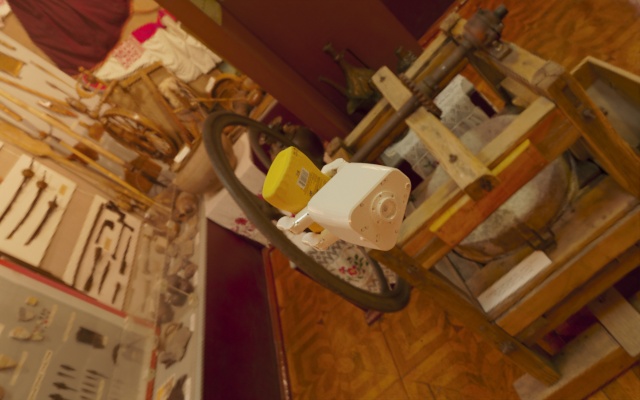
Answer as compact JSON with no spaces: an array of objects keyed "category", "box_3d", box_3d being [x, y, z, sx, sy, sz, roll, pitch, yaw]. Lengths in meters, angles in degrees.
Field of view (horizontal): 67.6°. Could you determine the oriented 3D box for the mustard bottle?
[{"category":"mustard bottle","box_3d":[0.000,0.002,0.777,0.192,0.096,0.058,36,-36,-28]}]
